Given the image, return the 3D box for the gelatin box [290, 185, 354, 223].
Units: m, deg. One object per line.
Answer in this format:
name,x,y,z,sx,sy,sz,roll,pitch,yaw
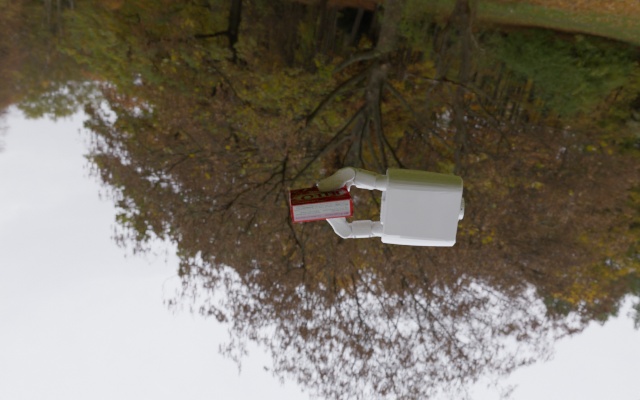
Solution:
gelatin box,0.000,0.003,0.702,0.089,0.030,0.073,-7,19,-2
